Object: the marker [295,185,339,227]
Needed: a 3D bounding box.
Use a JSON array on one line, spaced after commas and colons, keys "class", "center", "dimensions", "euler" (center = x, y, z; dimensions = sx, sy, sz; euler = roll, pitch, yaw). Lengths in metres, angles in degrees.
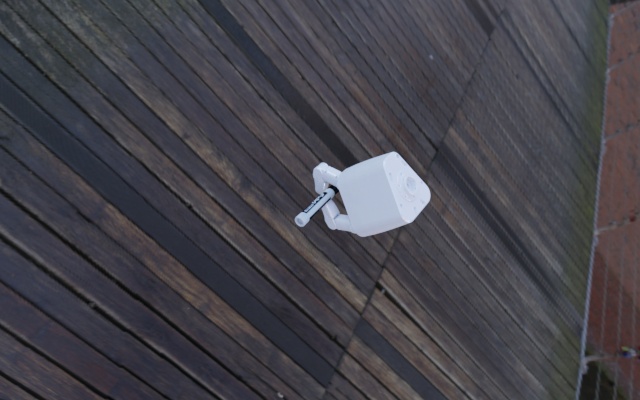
[{"class": "marker", "center": [0.000, 0.003, 0.794], "dimensions": [0.020, 0.020, 0.121], "euler": [0, 31, 41]}]
